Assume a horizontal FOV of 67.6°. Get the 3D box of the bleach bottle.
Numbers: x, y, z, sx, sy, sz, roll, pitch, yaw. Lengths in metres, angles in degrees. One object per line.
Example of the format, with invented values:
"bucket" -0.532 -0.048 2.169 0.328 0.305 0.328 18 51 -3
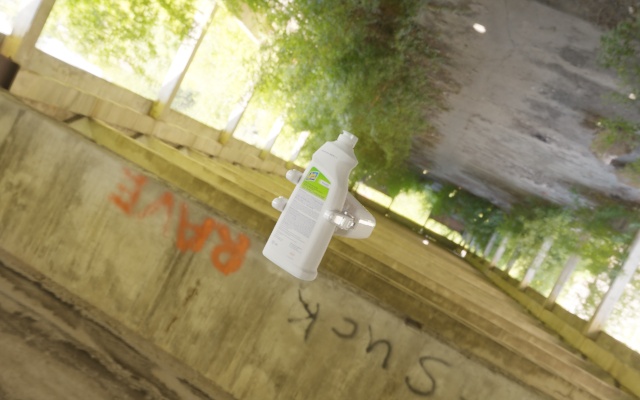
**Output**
"bleach bottle" 0.000 0.003 0.812 0.102 0.251 0.068 29 4 25
